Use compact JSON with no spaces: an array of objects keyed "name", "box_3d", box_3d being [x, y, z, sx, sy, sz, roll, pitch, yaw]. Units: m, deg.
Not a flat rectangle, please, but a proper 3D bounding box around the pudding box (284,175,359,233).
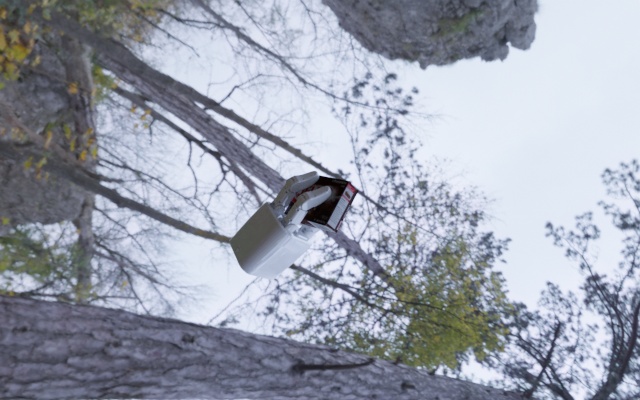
[{"name":"pudding box","box_3d":[0.000,0.003,0.846,0.113,0.090,0.039,15,-19,43]}]
